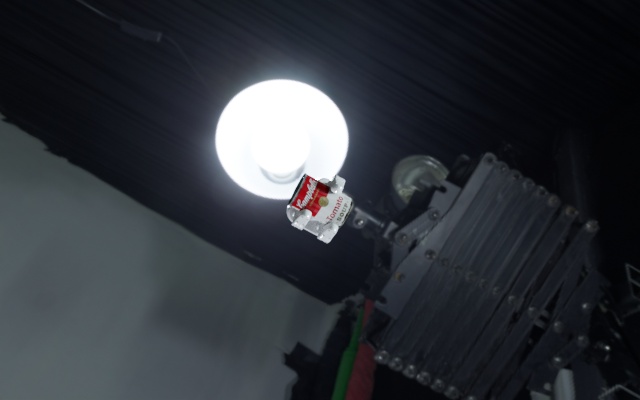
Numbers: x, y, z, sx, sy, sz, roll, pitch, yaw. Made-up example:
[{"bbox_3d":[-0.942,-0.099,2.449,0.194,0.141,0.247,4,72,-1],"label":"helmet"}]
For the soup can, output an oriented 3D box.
[{"bbox_3d":[0.001,0.003,0.884,0.102,0.068,0.068,29,-5,-9],"label":"soup can"}]
